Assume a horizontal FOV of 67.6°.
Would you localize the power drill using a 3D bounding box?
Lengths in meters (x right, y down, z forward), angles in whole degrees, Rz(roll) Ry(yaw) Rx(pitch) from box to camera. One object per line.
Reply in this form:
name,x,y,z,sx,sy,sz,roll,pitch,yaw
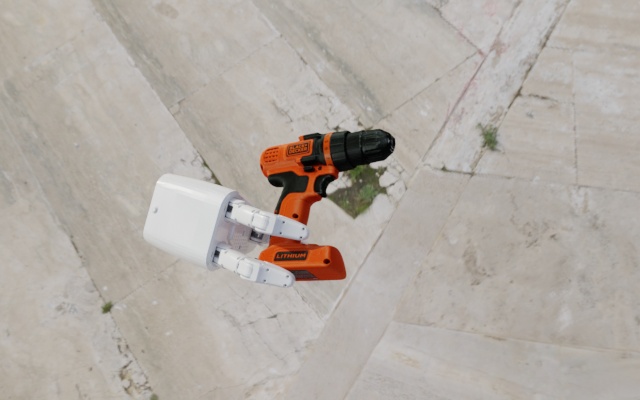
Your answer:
power drill,0.000,0.002,0.583,0.184,0.187,0.057,-8,-30,27
